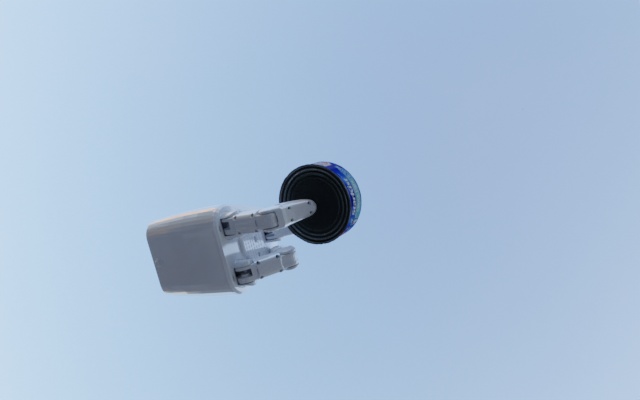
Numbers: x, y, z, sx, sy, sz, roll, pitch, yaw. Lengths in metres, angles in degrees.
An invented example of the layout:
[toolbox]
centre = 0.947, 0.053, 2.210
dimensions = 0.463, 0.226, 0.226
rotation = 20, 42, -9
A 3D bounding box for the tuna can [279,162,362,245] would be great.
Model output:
[tuna can]
centre = 0.000, 0.002, 0.512
dimensions = 0.086, 0.086, 0.033
rotation = 0, 11, 28
